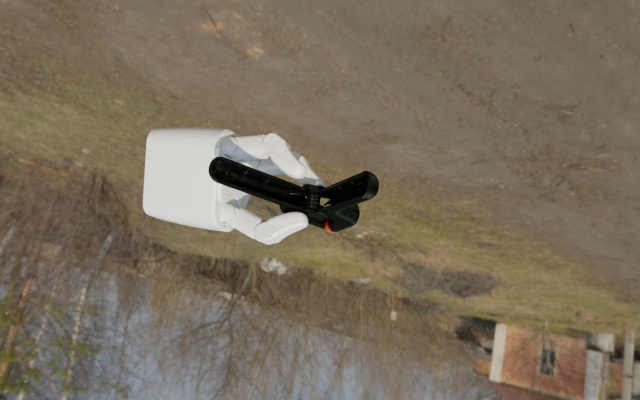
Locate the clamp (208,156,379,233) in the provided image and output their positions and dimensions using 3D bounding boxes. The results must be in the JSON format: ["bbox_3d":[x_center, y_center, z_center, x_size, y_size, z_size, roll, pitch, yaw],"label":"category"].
[{"bbox_3d":[0.000,0.003,0.519,0.164,0.036,0.210,6,-14,22],"label":"clamp"}]
